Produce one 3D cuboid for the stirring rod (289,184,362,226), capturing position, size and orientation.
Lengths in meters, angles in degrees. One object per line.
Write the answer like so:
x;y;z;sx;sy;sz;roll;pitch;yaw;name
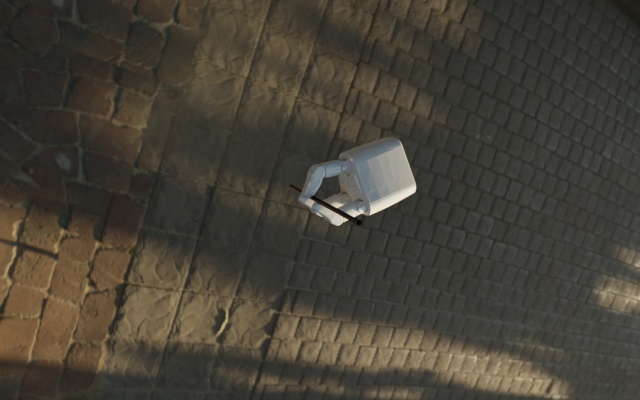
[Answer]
0.000;0.002;0.775;0.011;0.011;0.239;0;14;-28;stirring rod
